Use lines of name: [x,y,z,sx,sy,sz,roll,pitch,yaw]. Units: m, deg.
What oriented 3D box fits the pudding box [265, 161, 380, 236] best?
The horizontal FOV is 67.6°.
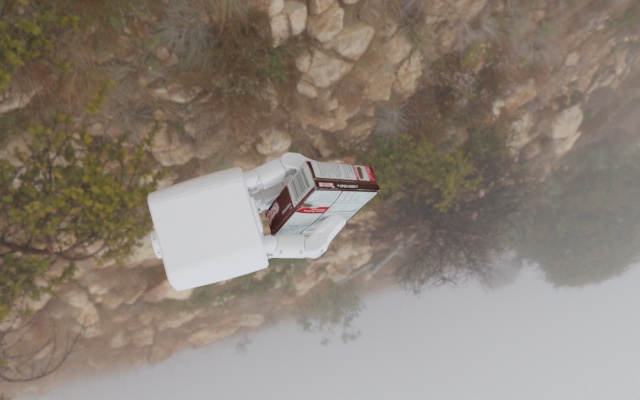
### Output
pudding box: [0.000,0.002,0.553,0.090,0.039,0.113,1,-30,-34]
